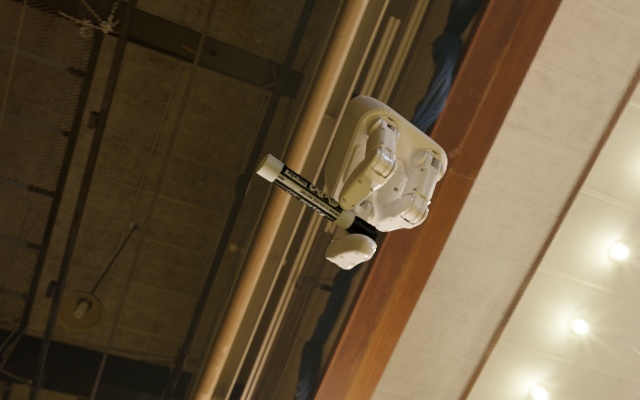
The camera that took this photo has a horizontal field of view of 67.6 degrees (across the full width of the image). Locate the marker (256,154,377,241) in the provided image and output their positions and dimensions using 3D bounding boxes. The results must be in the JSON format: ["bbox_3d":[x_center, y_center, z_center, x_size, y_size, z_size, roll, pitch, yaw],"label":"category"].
[{"bbox_3d":[0.000,0.001,0.410,0.121,0.020,0.020,34,-11,-16],"label":"marker"}]
